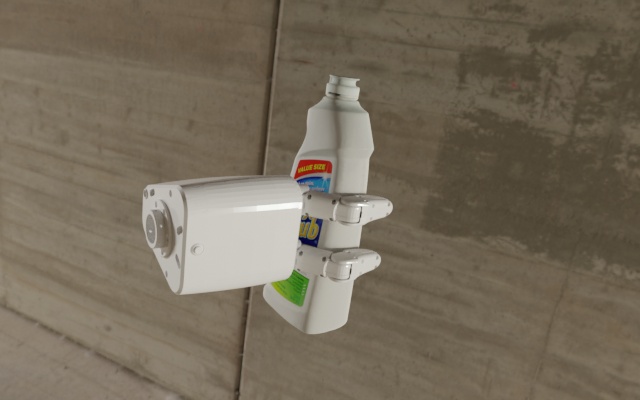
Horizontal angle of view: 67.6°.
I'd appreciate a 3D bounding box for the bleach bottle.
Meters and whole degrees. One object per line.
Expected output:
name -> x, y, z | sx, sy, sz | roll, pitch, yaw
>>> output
bleach bottle -> 0.000, 0.002, 0.485 | 0.068, 0.251, 0.102 | -5, 21, -37
